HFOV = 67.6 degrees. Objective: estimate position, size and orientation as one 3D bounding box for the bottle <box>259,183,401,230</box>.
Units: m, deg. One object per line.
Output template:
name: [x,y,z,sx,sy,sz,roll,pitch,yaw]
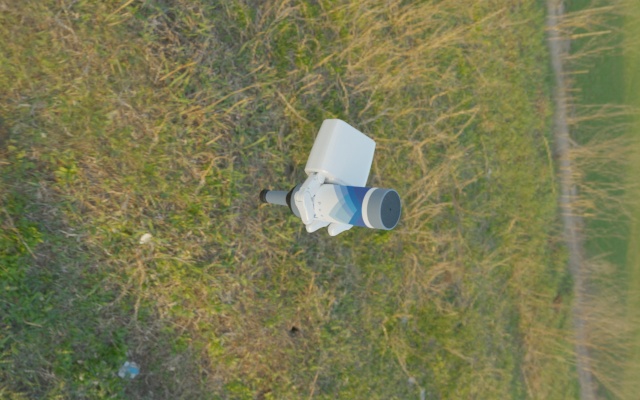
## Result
bottle: [0.000,0.003,0.861,0.295,0.069,0.069,6,4,39]
